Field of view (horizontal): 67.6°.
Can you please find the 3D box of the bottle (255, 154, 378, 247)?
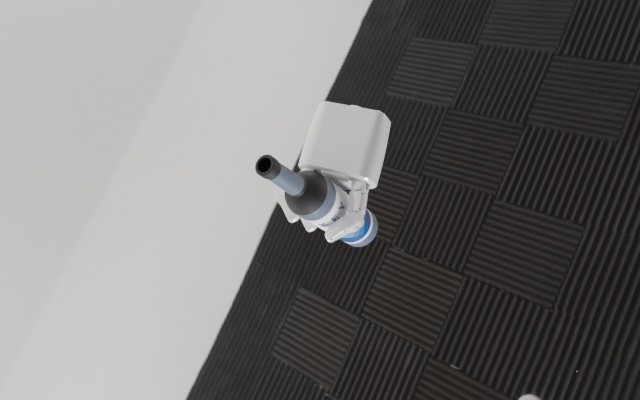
[{"bbox_3d":[0.000,0.002,0.687,0.069,0.069,0.296,0,-18,28],"label":"bottle"}]
